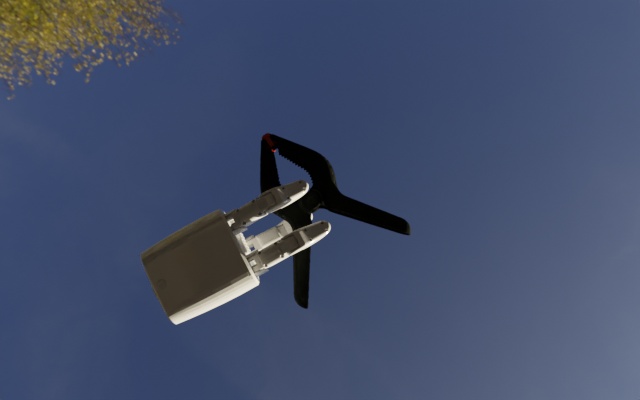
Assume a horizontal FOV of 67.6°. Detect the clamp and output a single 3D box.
[{"bbox_3d":[0.000,0.002,0.586,0.164,0.210,0.036,-27,-9,-9],"label":"clamp"}]
